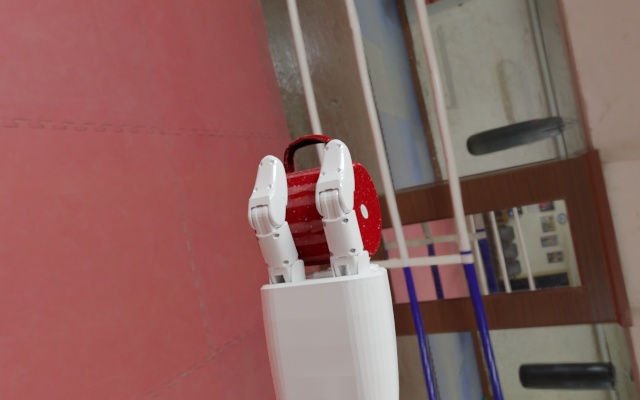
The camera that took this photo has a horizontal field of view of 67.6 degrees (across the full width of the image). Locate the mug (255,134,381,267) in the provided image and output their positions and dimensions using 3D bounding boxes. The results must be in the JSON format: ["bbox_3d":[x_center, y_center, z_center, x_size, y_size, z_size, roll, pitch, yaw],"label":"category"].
[{"bbox_3d":[0.000,0.000,0.409,0.081,0.117,0.093,-10,-6,24],"label":"mug"}]
